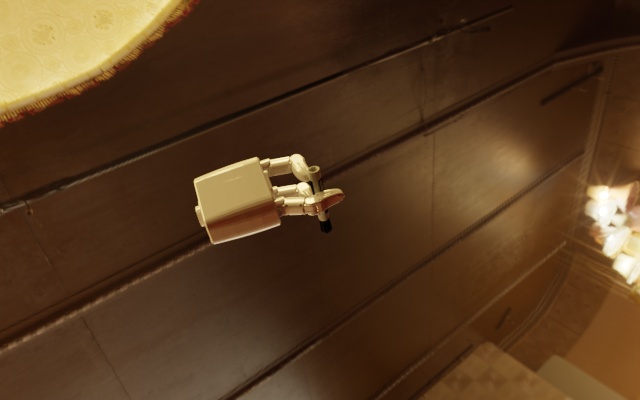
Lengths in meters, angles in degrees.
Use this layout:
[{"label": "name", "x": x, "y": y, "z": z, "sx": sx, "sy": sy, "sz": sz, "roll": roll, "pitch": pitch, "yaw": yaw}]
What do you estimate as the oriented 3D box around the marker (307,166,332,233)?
[{"label": "marker", "x": 0.000, "y": 0.002, "z": 0.730, "sx": 0.020, "sy": 0.121, "sz": 0.020, "roll": -8, "pitch": 36, "yaw": 6}]
